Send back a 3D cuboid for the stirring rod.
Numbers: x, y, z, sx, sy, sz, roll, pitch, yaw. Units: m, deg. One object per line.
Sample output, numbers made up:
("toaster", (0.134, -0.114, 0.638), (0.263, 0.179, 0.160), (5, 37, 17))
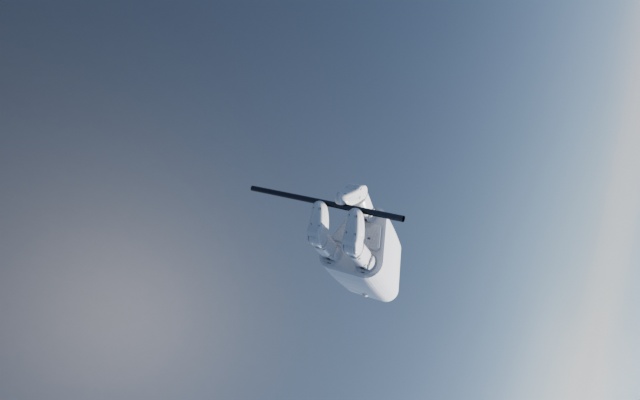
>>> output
("stirring rod", (0.000, 0.002, 0.639), (0.239, 0.011, 0.011), (11, 6, 32))
